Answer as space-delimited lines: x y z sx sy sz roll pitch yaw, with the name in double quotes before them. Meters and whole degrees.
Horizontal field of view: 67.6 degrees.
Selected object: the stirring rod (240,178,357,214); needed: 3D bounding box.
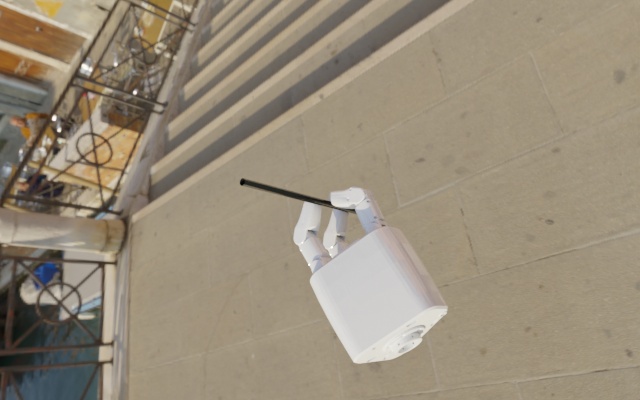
"stirring rod" 0.000 0.002 0.573 0.011 0.011 0.239 0 -10 42
